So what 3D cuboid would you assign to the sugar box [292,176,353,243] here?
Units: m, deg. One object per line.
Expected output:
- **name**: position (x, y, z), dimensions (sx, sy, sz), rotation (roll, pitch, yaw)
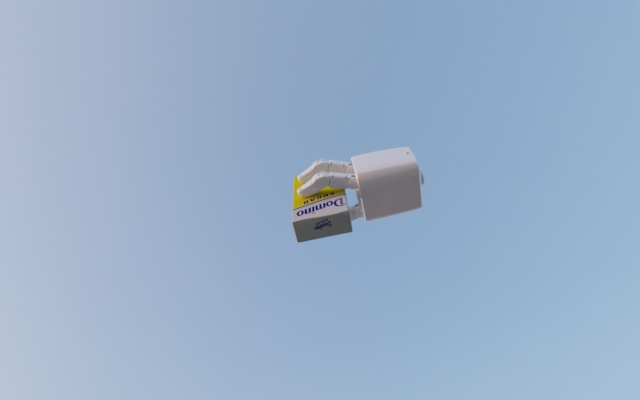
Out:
- **sugar box**: position (0.000, 0.002, 0.824), dimensions (0.093, 0.048, 0.176), rotation (-12, 24, 3)
